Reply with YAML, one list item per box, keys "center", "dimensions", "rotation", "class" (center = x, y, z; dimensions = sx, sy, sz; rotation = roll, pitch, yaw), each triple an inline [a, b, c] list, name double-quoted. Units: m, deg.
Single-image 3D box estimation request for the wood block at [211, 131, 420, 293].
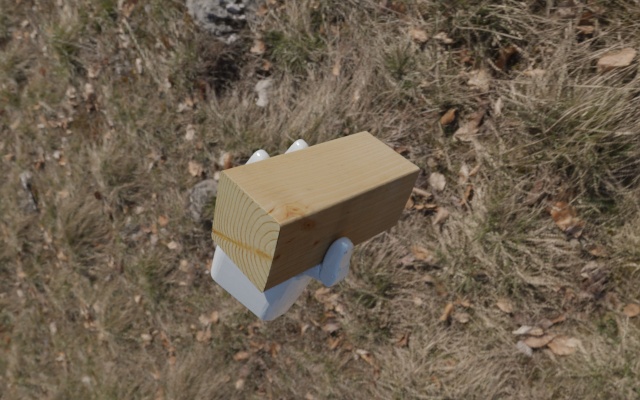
- center: [0.000, 0.002, 0.510]
  dimensions: [0.206, 0.090, 0.090]
  rotation: [-22, 51, -40]
  class: "wood block"
